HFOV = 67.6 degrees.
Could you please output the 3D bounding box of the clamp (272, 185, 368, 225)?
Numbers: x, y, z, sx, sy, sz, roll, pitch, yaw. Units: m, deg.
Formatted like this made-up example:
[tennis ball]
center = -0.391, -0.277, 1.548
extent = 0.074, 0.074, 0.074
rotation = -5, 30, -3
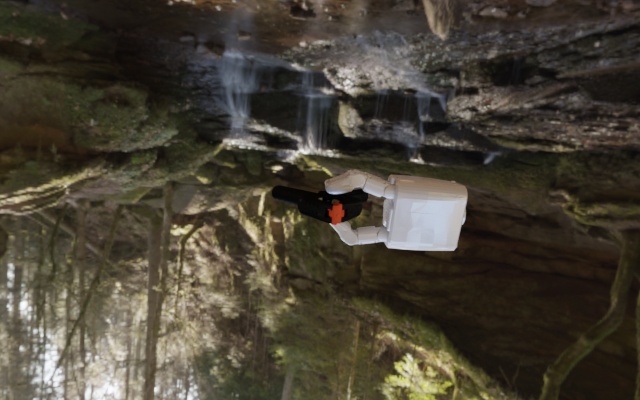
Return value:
[clamp]
center = 0.000, 0.003, 0.731
extent = 0.164, 0.036, 0.210
rotation = 2, 9, 0
